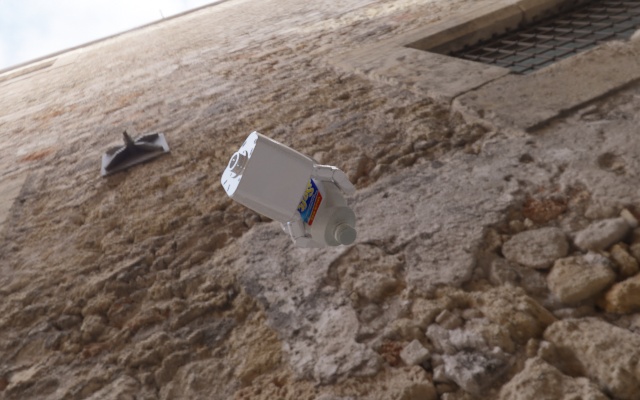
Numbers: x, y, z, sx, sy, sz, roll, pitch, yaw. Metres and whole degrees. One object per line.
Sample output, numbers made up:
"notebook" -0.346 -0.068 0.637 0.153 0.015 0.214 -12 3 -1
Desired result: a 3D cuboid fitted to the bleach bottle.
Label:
"bleach bottle" 0.000 0.003 0.813 0.068 0.102 0.250 28 8 -29
